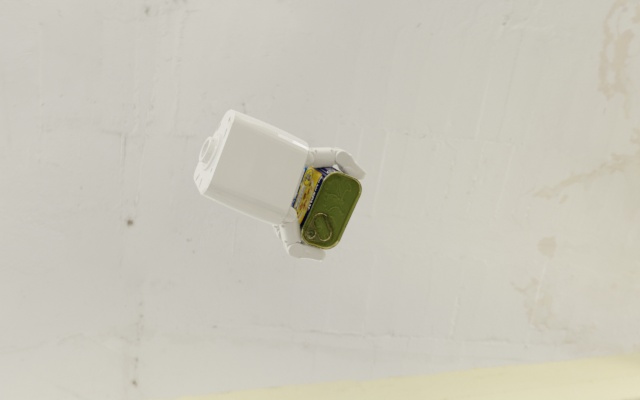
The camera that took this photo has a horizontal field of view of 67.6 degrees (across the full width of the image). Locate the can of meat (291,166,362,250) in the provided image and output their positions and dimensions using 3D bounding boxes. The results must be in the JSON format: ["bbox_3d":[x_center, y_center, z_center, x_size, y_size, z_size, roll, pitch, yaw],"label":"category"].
[{"bbox_3d":[0.000,0.002,0.644,0.057,0.102,0.084,19,9,-27],"label":"can of meat"}]
